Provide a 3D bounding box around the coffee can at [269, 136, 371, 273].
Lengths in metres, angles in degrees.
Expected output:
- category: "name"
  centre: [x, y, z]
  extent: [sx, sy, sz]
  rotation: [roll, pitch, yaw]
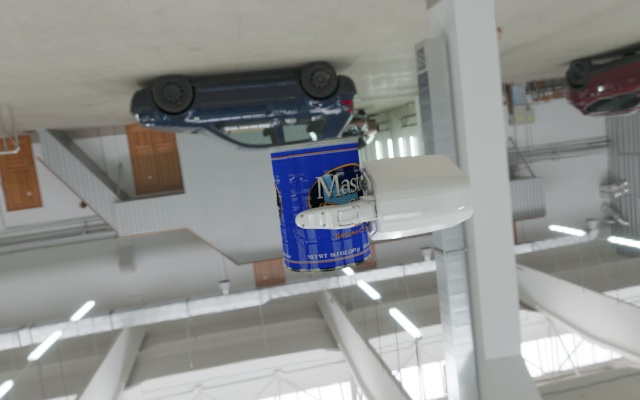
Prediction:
- category: "coffee can"
  centre: [0.000, 0.002, 0.554]
  extent: [0.103, 0.140, 0.103]
  rotation: [-7, 6, 1]
